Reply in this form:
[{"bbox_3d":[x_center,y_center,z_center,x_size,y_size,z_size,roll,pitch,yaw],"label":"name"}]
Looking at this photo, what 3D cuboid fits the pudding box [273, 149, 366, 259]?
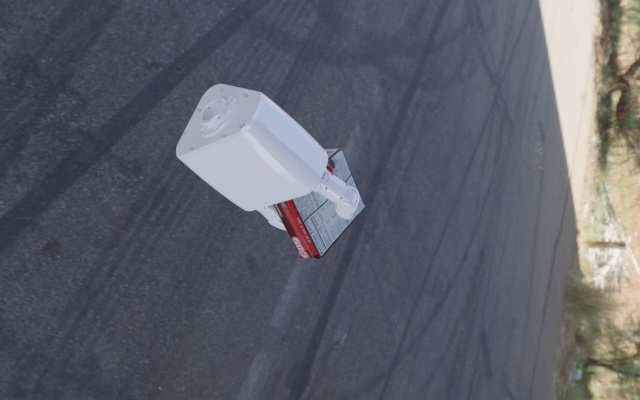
[{"bbox_3d":[0.000,0.002,0.571,0.039,0.090,0.113,-1,33,42],"label":"pudding box"}]
